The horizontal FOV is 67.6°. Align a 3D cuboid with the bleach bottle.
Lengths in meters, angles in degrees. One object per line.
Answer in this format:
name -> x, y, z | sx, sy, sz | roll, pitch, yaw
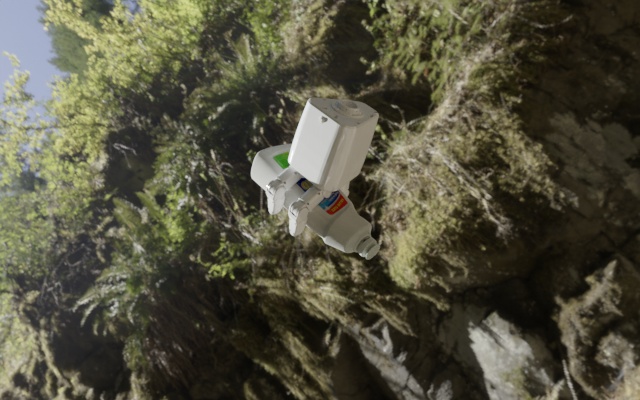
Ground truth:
bleach bottle -> 0.000, 0.003, 0.759 | 0.102, 0.068, 0.250 | -17, 47, -43
